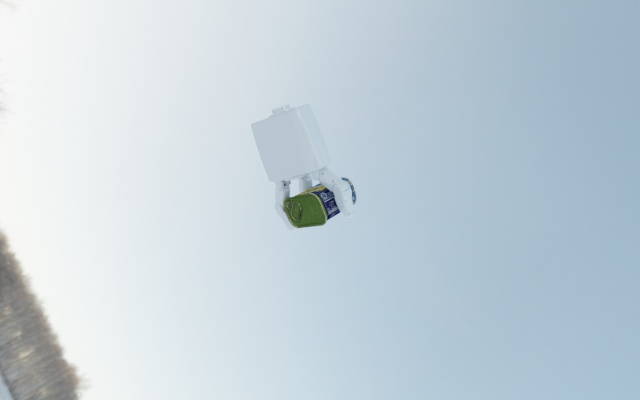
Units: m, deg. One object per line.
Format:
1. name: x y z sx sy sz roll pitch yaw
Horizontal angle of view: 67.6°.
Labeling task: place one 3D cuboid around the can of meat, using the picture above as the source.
1. can of meat: 0.000 0.003 0.817 0.084 0.057 0.102 -29 12 -38
